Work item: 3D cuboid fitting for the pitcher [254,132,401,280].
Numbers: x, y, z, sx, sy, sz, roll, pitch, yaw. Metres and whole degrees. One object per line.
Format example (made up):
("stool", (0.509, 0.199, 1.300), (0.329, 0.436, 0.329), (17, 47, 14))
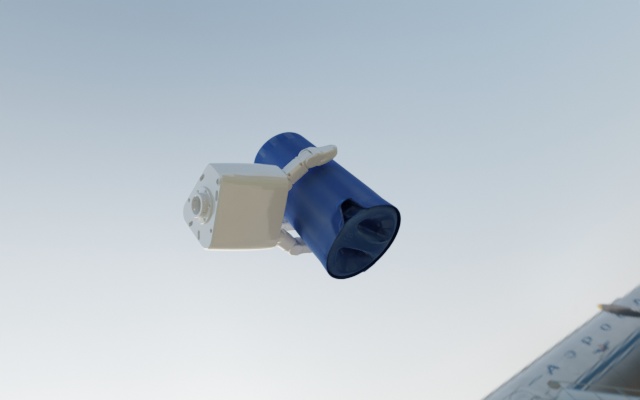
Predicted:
("pitcher", (0.000, 0.002, 0.743), (0.145, 0.149, 0.242), (-1, 35, -42))
